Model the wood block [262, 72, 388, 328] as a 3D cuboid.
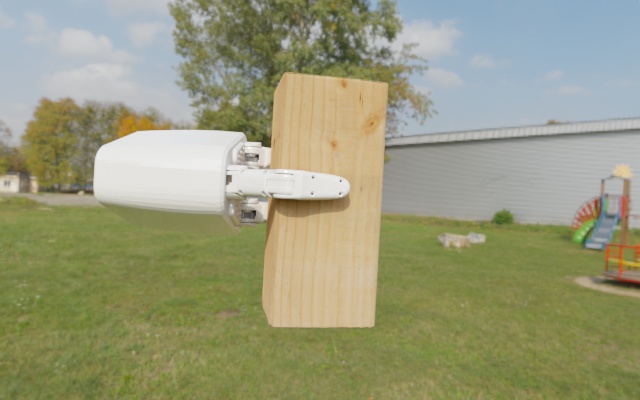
[{"bbox_3d":[0.000,0.001,0.432,0.090,0.206,0.091,3,0,-11],"label":"wood block"}]
